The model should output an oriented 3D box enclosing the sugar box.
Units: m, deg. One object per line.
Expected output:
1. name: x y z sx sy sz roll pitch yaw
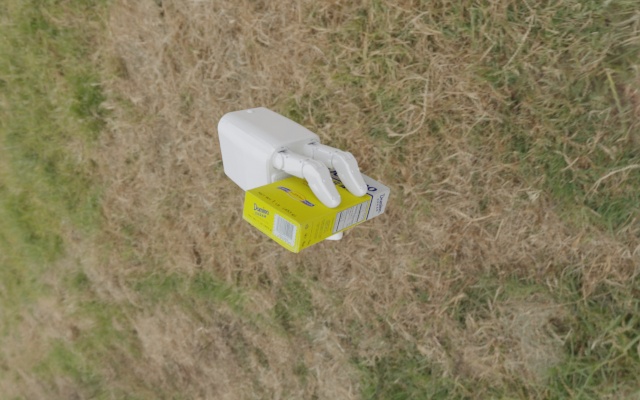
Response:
1. sugar box: 0.000 0.001 0.602 0.093 0.048 0.176 31 36 31
